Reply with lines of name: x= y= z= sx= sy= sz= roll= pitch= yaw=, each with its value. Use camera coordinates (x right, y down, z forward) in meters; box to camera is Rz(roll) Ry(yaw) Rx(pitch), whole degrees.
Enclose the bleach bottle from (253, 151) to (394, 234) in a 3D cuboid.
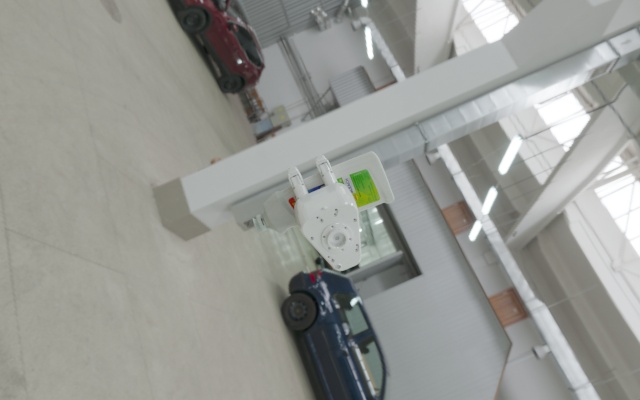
bleach bottle: x=0.000 y=0.003 z=0.873 sx=0.251 sy=0.102 sz=0.068 roll=-24 pitch=18 yaw=1
